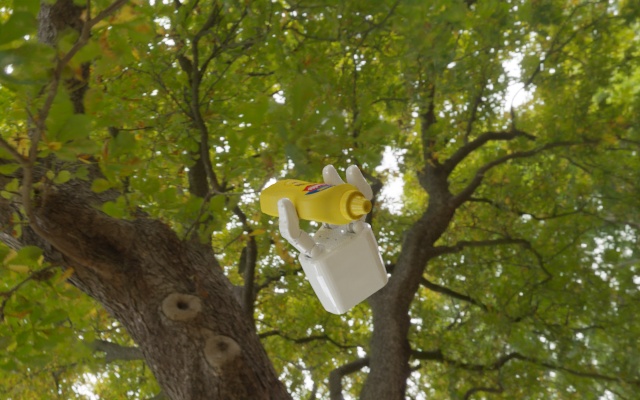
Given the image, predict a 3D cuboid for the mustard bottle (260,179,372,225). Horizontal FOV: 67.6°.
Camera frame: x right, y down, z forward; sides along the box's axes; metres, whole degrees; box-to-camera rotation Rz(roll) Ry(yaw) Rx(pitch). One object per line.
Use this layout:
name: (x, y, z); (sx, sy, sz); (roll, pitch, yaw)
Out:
mustard bottle: (0.000, 0.002, 0.701); (0.096, 0.058, 0.191); (-10, 11, -39)
